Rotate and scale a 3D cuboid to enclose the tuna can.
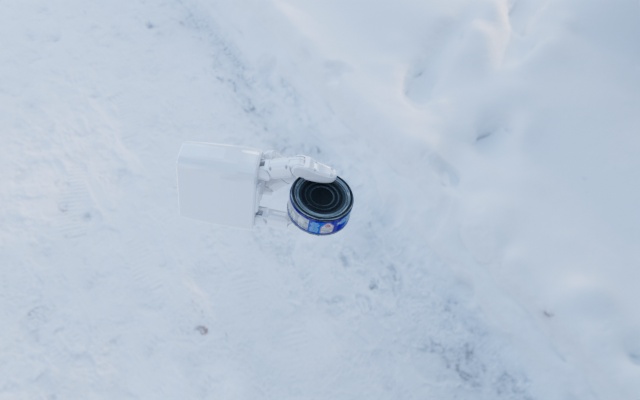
[{"bbox_3d":[0.000,0.002,0.627,0.086,0.086,0.034,0,-38,-11],"label":"tuna can"}]
